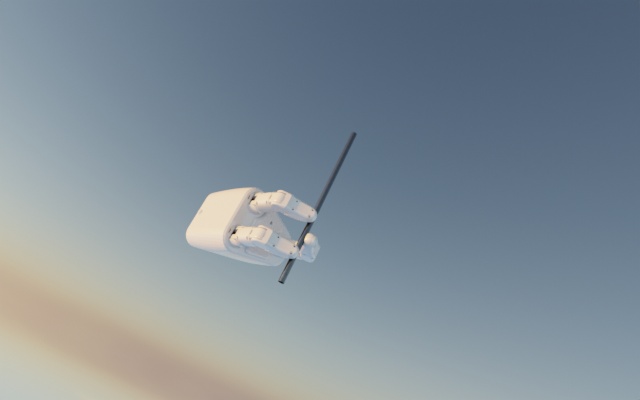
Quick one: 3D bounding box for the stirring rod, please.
[{"bbox_3d":[0.000,0.002,0.632,0.011,0.239,0.011,21,-26,11],"label":"stirring rod"}]
